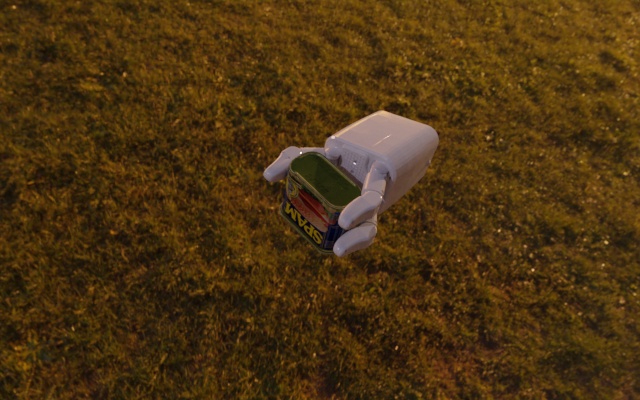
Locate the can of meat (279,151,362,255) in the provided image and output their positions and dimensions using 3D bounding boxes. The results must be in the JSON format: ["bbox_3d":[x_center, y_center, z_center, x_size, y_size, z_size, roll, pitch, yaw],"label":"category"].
[{"bbox_3d":[0.000,0.002,0.585,0.057,0.084,0.102,-30,61,-33],"label":"can of meat"}]
